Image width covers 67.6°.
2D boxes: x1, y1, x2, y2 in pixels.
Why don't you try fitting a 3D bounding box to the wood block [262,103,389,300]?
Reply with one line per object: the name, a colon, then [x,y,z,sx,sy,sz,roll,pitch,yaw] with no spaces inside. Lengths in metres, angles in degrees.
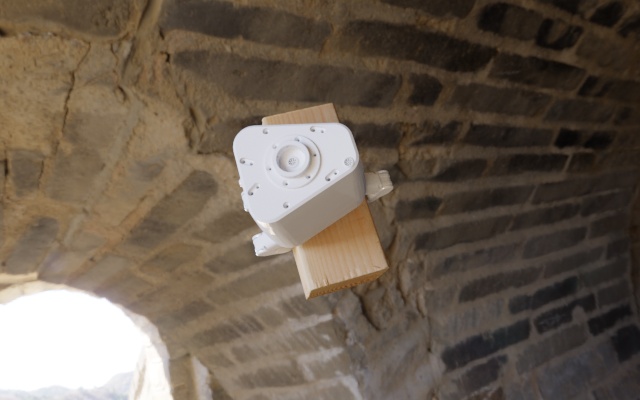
wood block: [0.000,0.002,0.570,0.091,0.206,0.090,-14,-16,-9]
